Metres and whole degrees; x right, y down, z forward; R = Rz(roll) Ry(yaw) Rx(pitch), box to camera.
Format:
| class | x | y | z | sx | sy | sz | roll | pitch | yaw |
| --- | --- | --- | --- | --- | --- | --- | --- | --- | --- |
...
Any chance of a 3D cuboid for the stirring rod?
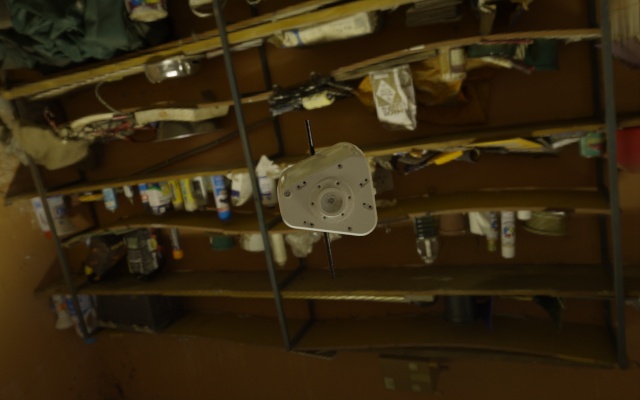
| class | x | y | z | sx | sy | sz | roll | pitch | yaw |
| --- | --- | --- | --- | --- | --- | --- | --- | --- | --- |
| stirring rod | 0.000 | 0.002 | 0.700 | 0.011 | 0.239 | 0.011 | -9 | 13 | 2 |
